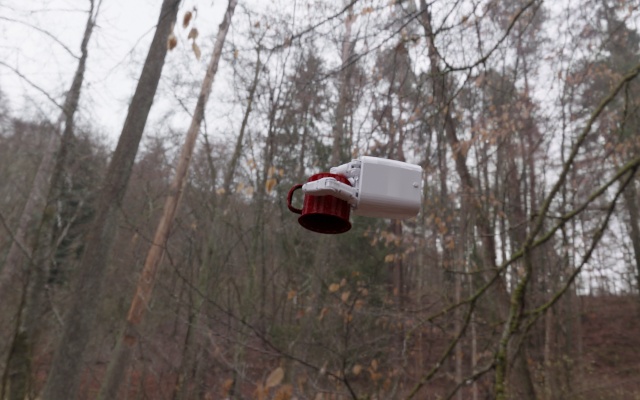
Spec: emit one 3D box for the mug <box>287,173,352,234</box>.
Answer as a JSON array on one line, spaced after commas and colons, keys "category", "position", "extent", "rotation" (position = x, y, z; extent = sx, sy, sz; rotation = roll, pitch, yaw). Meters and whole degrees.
[{"category": "mug", "position": [-0.001, 0.002, 0.834], "extent": [0.117, 0.081, 0.093], "rotation": [9, -25, -2]}]
